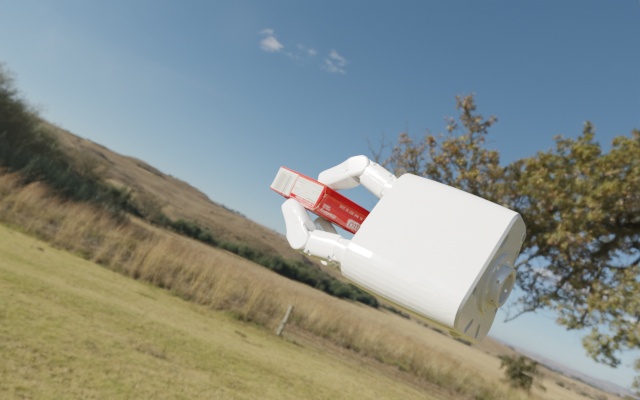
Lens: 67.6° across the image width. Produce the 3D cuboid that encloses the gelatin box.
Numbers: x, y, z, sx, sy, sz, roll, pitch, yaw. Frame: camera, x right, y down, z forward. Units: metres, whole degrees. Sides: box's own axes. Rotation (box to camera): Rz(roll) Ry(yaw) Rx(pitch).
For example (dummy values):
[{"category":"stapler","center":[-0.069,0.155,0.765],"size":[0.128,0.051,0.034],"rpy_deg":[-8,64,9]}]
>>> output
[{"category":"gelatin box","center":[0.000,0.001,0.496],"size":[0.073,0.030,0.089],"rpy_deg":[31,-3,-39]}]
